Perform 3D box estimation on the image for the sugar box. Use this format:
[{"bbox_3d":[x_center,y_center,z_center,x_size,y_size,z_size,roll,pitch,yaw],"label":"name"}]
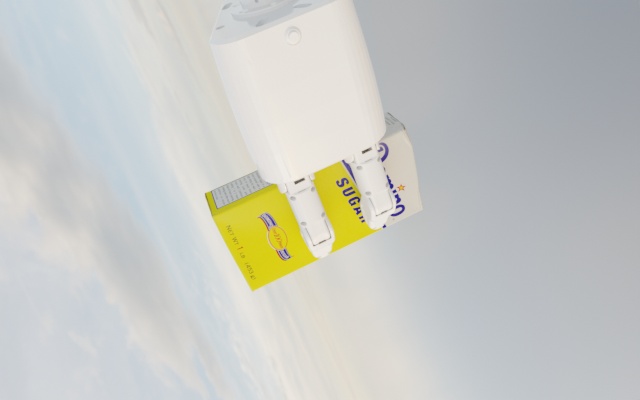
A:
[{"bbox_3d":[0.000,0.002,0.420,0.176,0.093,0.048,-24,36,-6],"label":"sugar box"}]
